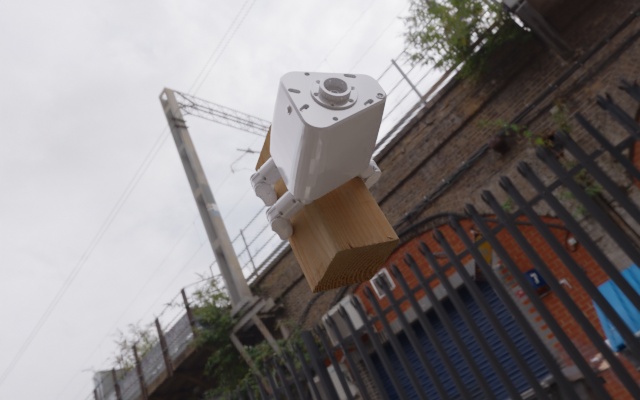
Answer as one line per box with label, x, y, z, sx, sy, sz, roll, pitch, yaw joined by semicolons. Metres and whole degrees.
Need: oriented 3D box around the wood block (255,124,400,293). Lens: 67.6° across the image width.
wood block;0.000;0.002;0.613;0.091;0.206;0.090;-7;-38;-30
